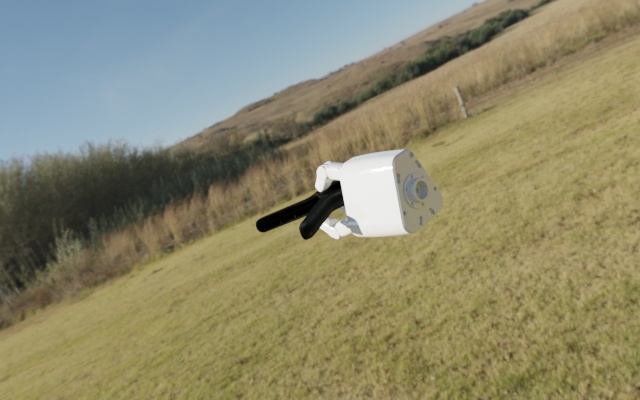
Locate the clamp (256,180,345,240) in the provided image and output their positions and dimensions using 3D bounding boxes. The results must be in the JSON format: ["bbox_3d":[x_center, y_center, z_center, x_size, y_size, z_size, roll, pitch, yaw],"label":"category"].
[{"bbox_3d":[0.000,0.002,0.785,0.210,0.036,0.164,-34,19,-34],"label":"clamp"}]
